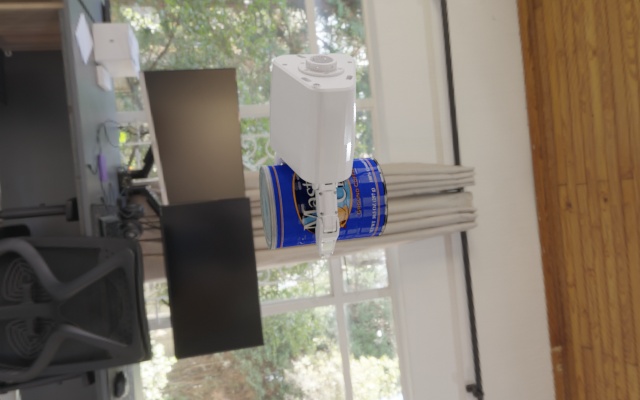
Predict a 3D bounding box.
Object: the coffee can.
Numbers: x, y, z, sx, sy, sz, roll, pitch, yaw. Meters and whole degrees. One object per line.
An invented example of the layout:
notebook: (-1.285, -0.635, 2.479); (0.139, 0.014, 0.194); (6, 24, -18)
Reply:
coffee can: (0.000, 0.002, 0.593); (0.140, 0.103, 0.103); (-6, 1, -13)
